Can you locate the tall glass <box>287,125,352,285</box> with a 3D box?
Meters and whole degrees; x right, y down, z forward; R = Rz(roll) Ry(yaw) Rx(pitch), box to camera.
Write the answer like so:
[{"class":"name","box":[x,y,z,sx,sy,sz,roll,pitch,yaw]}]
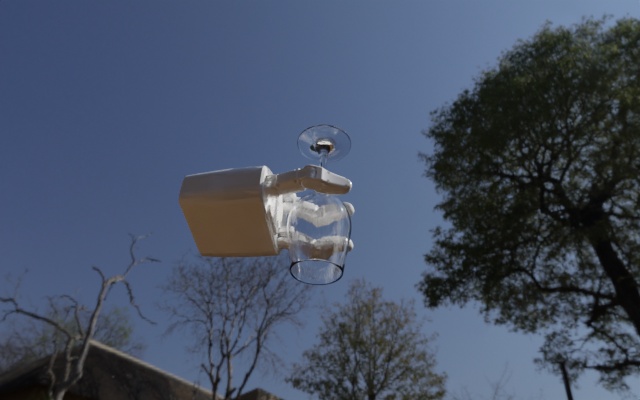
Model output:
[{"class":"tall glass","box":[0.000,0.001,0.598,0.079,0.200,0.079,2,-37,1]}]
